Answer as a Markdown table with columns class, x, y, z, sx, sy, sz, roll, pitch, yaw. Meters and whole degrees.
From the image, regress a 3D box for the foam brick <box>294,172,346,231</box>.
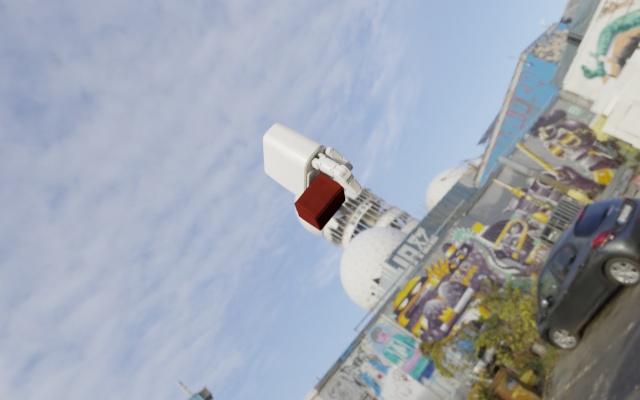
| class | x | y | z | sx | sy | sz | roll | pitch | yaw |
| --- | --- | --- | --- | --- | --- | --- | --- | --- | --- |
| foam brick | 0.000 | 0.003 | 0.829 | 0.051 | 0.078 | 0.053 | 32 | -20 | 22 |
